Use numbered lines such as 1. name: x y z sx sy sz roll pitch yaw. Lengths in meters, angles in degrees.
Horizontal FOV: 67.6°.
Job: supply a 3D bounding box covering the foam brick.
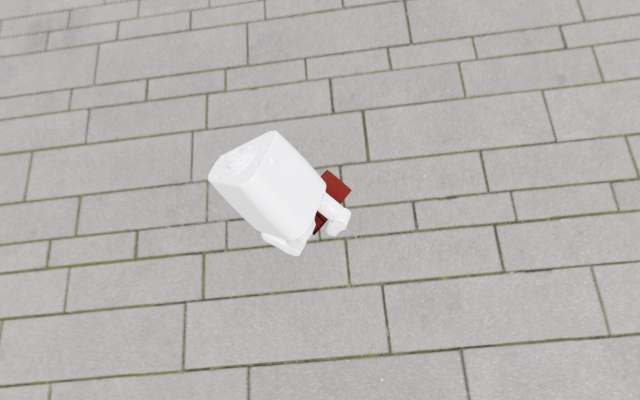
1. foam brick: 0.000 0.002 0.723 0.078 0.051 0.053 -49 -2 -35
